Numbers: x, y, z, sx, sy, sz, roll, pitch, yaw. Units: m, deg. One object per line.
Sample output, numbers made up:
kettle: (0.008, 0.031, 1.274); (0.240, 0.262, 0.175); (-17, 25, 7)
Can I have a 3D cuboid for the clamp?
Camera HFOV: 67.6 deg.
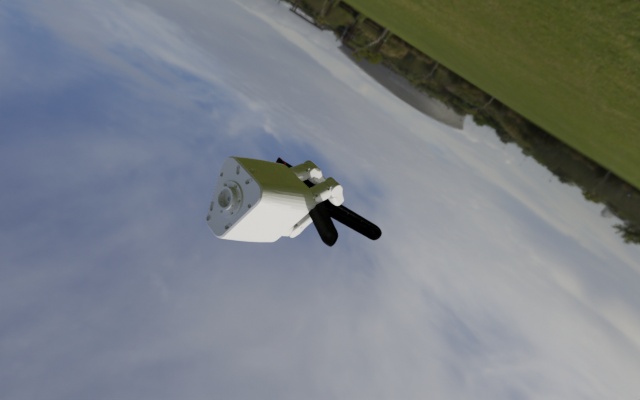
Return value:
clamp: (-0.001, 0.003, 0.776); (0.210, 0.036, 0.164); (44, 20, 31)
